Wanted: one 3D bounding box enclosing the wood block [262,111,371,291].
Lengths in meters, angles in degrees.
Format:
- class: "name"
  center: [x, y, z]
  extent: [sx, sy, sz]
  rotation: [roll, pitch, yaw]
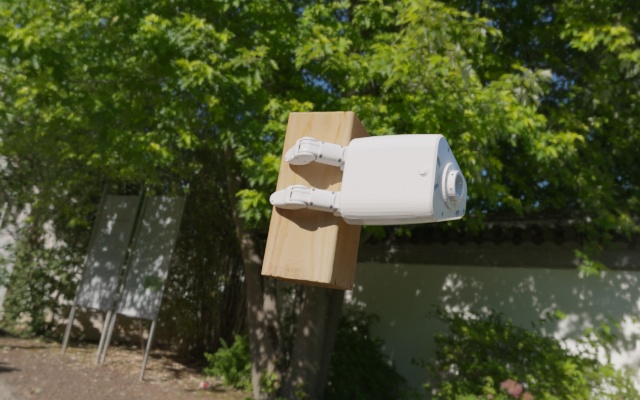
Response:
- class: "wood block"
  center: [0.001, 0.002, 0.604]
  extent: [0.090, 0.206, 0.091]
  rotation: [3, -15, 23]
